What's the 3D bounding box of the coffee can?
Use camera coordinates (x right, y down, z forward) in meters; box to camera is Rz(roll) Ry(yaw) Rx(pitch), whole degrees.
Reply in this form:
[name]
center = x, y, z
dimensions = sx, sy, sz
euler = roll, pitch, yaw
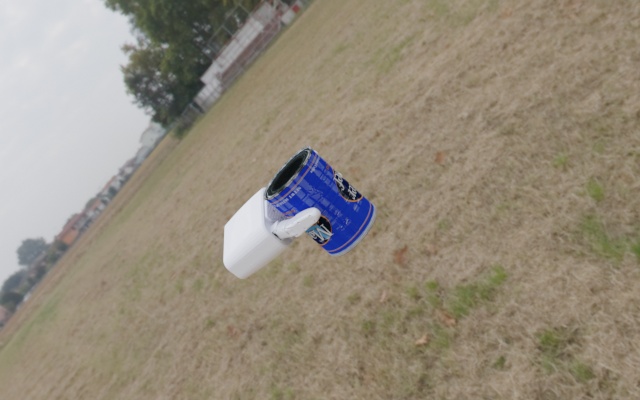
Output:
[coffee can]
center = 0.000, 0.002, 0.717
dimensions = 0.140, 0.103, 0.103
euler = 41, -15, -18
